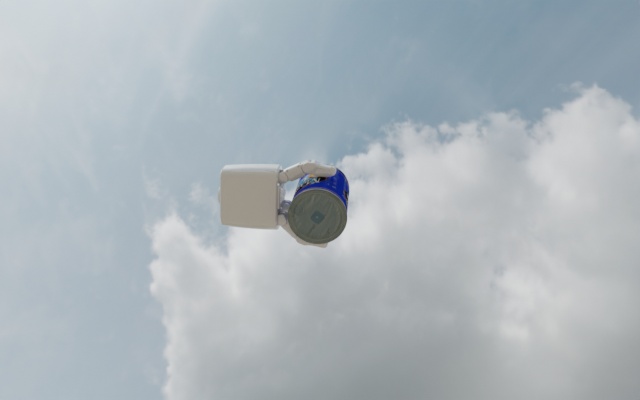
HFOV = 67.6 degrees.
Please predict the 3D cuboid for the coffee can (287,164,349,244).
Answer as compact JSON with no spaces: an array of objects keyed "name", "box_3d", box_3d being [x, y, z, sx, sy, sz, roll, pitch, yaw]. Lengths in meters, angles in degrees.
[{"name":"coffee can","box_3d":[0.000,0.003,0.874,0.103,0.103,0.140,0,22,5]}]
